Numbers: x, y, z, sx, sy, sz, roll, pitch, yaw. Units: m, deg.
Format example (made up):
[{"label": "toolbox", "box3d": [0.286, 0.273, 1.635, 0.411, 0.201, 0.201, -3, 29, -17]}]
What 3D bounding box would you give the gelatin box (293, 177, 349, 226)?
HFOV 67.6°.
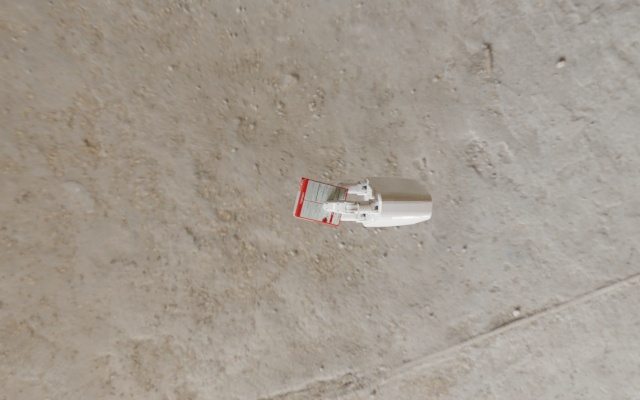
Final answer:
[{"label": "gelatin box", "box3d": [0.000, 0.003, 0.884, 0.089, 0.073, 0.030, 13, 3, -17]}]
